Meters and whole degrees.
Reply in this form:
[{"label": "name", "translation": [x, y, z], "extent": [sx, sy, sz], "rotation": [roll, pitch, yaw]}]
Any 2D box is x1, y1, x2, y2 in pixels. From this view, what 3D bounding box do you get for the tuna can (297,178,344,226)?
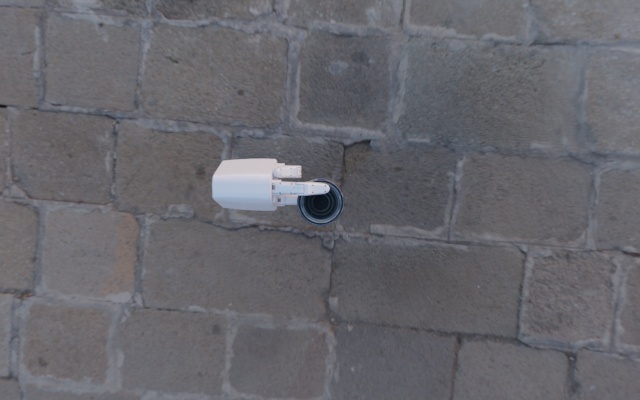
[{"label": "tuna can", "translation": [0.000, 0.003, 0.865], "extent": [0.086, 0.086, 0.034], "rotation": [0, 3, -2]}]
